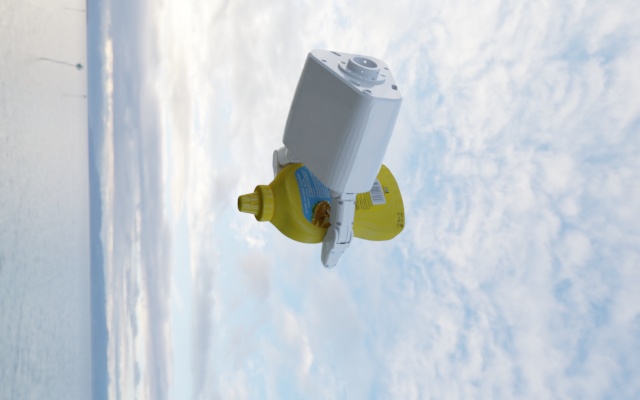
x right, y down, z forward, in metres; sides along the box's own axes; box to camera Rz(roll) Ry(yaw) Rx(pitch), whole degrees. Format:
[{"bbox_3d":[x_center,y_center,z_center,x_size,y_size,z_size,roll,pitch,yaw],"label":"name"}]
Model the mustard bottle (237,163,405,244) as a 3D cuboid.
[{"bbox_3d":[0.000,0.002,0.548,0.191,0.096,0.058,-1,-26,-26],"label":"mustard bottle"}]
